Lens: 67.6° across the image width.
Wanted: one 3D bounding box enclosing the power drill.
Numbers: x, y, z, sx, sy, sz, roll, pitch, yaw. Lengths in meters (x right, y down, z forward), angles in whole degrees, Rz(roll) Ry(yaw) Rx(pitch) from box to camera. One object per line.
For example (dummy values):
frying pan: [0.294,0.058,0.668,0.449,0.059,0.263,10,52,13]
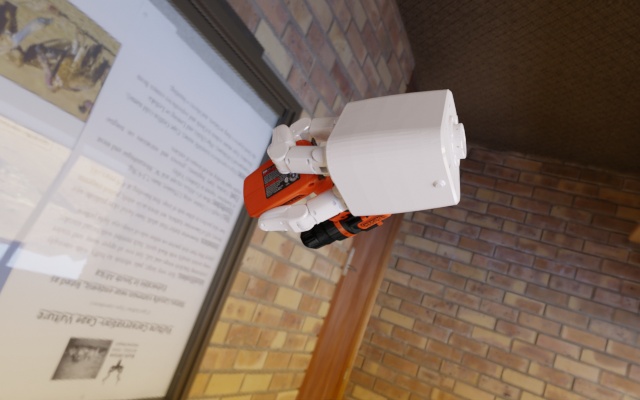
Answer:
power drill: [0.000,0.002,0.579,0.184,0.057,0.188,-32,-30,31]
